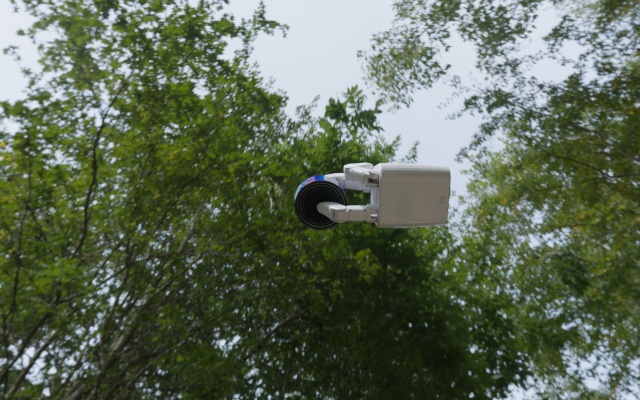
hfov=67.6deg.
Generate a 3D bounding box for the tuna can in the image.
[{"bbox_3d":[0.000,0.003,0.776,0.086,0.086,0.033,0,20,-3],"label":"tuna can"}]
